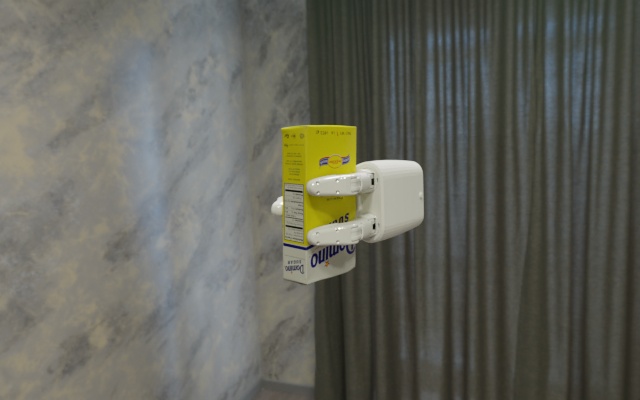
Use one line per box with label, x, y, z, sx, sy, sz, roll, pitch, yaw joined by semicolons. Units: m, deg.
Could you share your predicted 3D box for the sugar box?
sugar box;0.001;0.002;0.559;0.048;0.176;0.093;3;9;42
